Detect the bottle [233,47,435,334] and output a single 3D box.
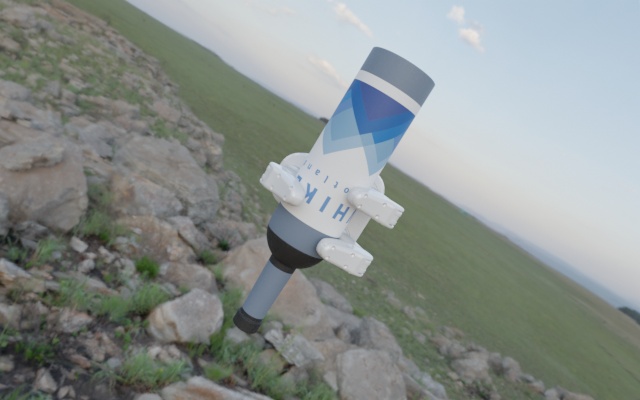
[{"bbox_3d":[0.000,0.001,0.457,0.069,0.296,0.069,31,9,-5],"label":"bottle"}]
